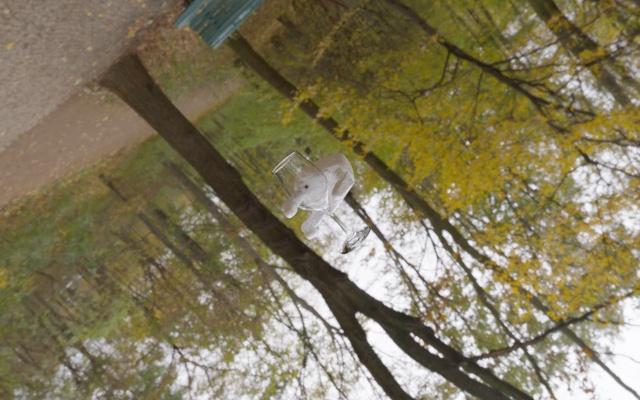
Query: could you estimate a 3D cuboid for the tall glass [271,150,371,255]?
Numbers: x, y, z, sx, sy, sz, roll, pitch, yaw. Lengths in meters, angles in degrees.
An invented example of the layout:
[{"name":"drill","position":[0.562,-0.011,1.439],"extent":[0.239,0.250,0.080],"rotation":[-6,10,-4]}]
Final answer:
[{"name":"tall glass","position":[0.001,0.003,0.872],"extent":[0.079,0.201,0.079],"rotation":[-39,14,12]}]
